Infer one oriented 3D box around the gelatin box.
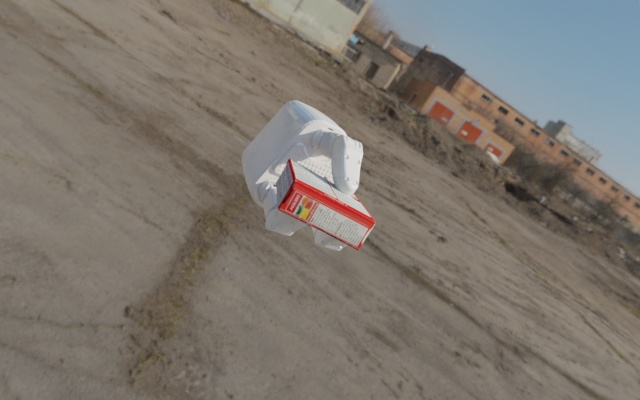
[{"bbox_3d":[0.000,0.001,0.404,0.073,0.030,0.089,28,10,-14],"label":"gelatin box"}]
